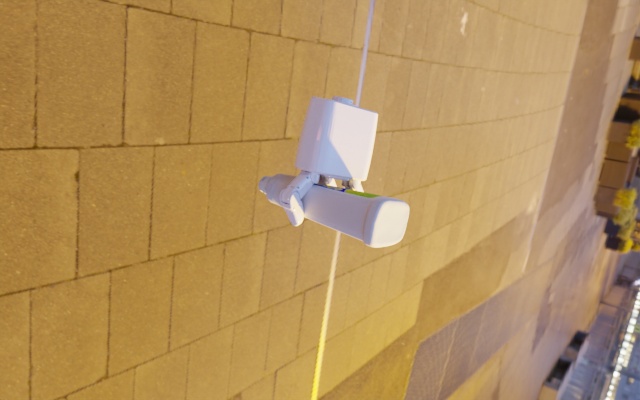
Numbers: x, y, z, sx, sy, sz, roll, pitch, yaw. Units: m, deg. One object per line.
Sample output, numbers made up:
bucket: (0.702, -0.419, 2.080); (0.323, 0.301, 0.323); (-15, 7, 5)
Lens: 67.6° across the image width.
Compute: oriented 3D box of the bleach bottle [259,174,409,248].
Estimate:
bleach bottle: (0.000, 0.002, 0.718); (0.251, 0.068, 0.102); (17, 8, 35)
